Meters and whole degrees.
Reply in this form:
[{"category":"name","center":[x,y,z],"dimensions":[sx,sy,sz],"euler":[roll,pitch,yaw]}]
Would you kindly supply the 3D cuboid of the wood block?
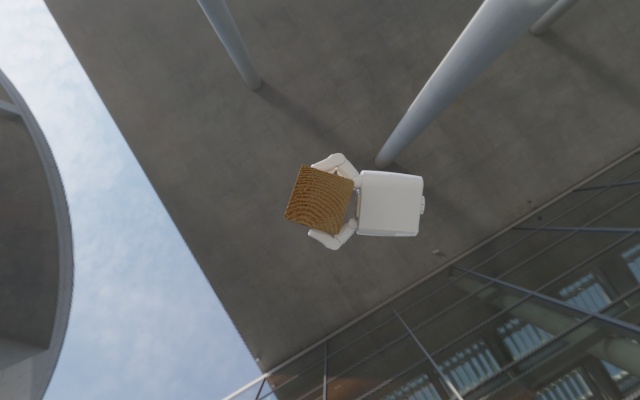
[{"category":"wood block","center":[0.000,0.003,0.835],"dimensions":[0.090,0.091,0.206],"euler":[18,-2,2]}]
